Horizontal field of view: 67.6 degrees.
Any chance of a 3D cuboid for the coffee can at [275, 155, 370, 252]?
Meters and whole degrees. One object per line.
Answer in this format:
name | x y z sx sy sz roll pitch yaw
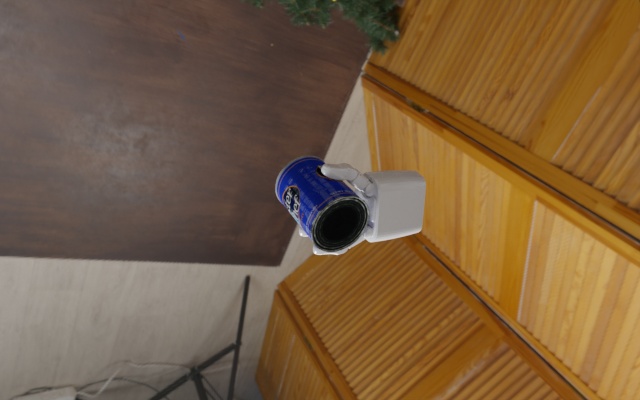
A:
coffee can | 0.000 0.002 0.777 0.103 0.103 0.140 0 30 -32
